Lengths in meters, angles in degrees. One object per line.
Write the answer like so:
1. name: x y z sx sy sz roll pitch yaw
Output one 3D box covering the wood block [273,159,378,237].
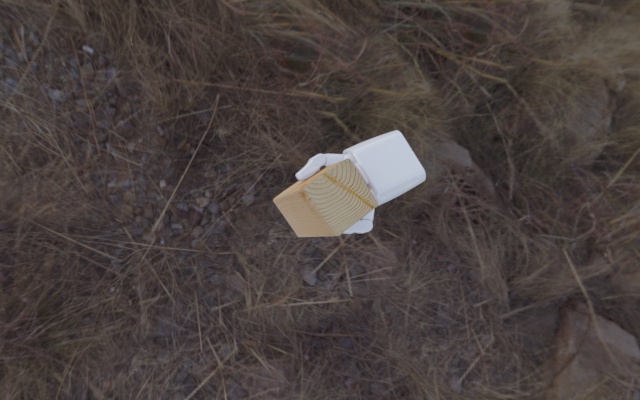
1. wood block: 0.000 0.002 0.816 0.090 0.091 0.206 -36 7 -18
